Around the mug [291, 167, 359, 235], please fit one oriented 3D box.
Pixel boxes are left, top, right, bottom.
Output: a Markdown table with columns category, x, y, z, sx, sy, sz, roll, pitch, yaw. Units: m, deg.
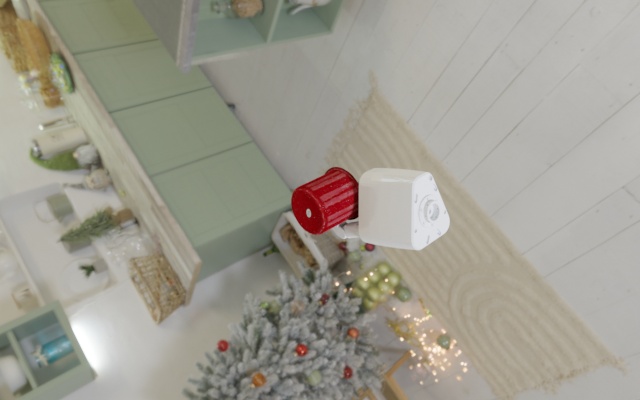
| category | x | y | z | sx | sy | sz | roll | pitch | yaw |
| --- | --- | --- | --- | --- | --- | --- | --- | --- | --- |
| mug | -0.001 | 0.002 | 0.768 | 0.081 | 0.093 | 0.117 | -27 | 20 | -36 |
